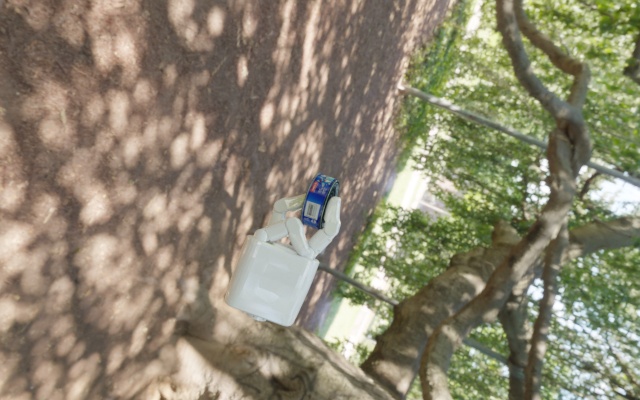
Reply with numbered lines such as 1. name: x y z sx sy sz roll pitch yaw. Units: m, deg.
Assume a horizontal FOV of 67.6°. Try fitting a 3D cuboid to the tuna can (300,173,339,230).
1. tuna can: 0.001 0.003 0.753 0.034 0.086 0.086 18 4 12
